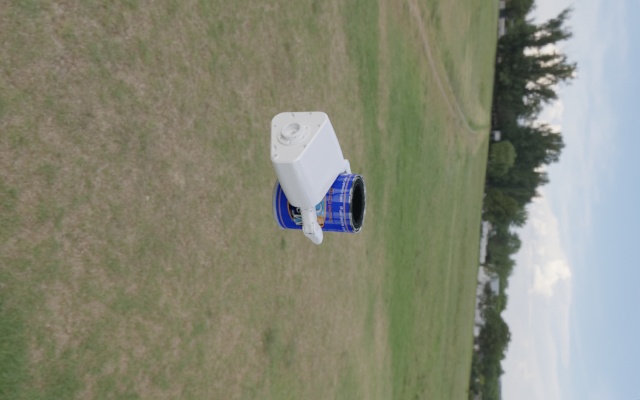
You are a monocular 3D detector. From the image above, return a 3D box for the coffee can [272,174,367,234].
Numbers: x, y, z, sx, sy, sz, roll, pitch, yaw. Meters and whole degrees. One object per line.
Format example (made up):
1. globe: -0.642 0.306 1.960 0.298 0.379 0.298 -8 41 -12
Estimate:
1. coffee can: 0.000 0.003 0.836 0.140 0.103 0.103 3 1 19
